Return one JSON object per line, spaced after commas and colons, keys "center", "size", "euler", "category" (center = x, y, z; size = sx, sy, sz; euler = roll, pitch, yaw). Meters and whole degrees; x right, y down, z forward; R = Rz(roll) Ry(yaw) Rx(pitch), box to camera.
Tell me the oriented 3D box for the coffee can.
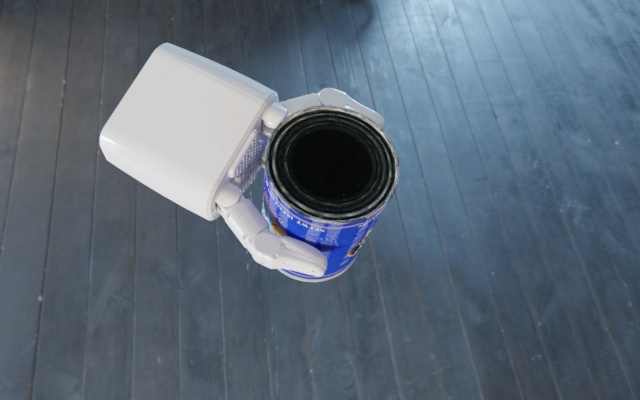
{"center": [0.000, 0.002, 0.417], "size": [0.103, 0.102, 0.140], "euler": [0, -26, -9], "category": "coffee can"}
